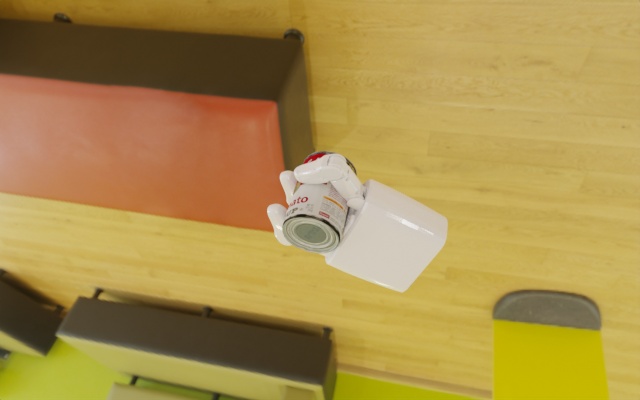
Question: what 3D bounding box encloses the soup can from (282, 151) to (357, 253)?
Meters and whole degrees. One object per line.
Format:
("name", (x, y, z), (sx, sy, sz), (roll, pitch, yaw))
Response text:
("soup can", (0.000, 0.002, 0.554), (0.068, 0.102, 0.069), (10, -39, 8))
